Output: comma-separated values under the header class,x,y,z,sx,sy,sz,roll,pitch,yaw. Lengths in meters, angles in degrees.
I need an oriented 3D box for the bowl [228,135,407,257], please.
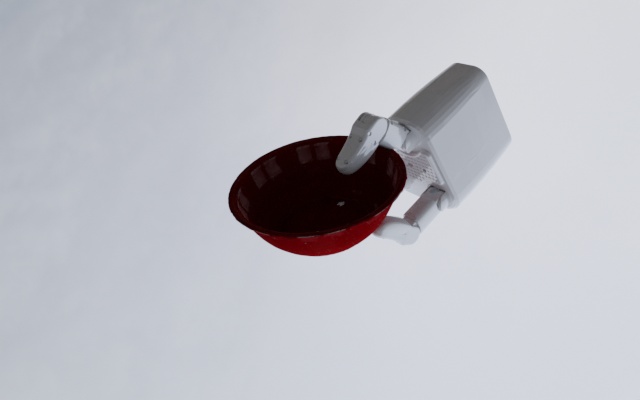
class,x,y,z,sx,sy,sz,roll,pitch,yaw
bowl,-0.001,0.002,0.443,0.162,0.055,0.162,-8,34,5
